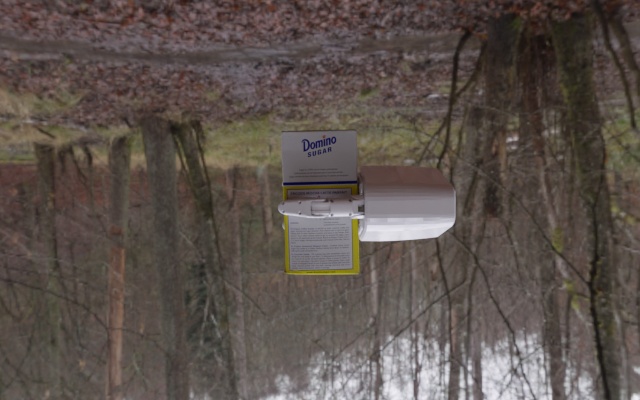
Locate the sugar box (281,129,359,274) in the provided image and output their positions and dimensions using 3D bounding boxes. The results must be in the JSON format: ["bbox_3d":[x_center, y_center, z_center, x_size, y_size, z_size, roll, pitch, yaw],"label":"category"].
[{"bbox_3d":[0.000,0.002,0.593,0.093,0.176,0.048,-1,3,0],"label":"sugar box"}]
